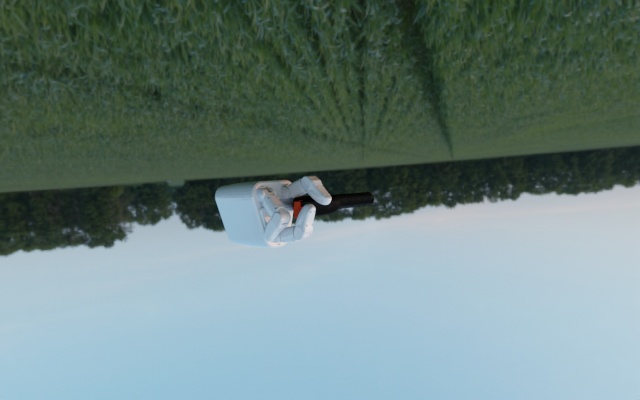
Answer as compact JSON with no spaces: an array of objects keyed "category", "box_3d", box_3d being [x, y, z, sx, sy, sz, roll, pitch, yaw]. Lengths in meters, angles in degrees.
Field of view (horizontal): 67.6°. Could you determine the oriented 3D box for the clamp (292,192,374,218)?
[{"category":"clamp","box_3d":[0.000,0.003,0.831,0.120,0.039,0.171,-2,3,42]}]
